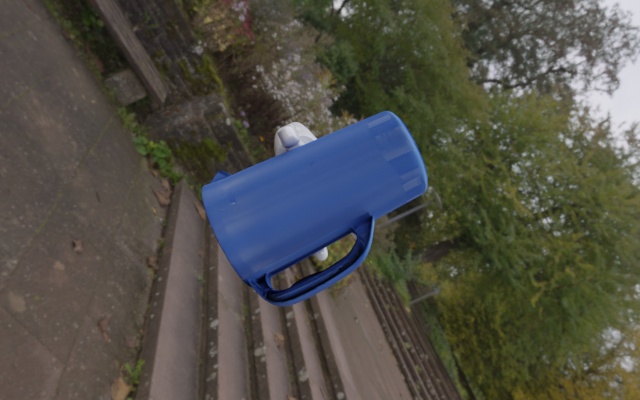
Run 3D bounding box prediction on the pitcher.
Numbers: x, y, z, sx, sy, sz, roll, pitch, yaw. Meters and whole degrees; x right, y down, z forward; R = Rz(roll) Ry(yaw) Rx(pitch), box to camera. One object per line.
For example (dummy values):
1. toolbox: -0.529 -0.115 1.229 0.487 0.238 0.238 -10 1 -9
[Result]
1. pitcher: 0.000 0.002 0.559 0.243 0.149 0.145 -26 20 1
